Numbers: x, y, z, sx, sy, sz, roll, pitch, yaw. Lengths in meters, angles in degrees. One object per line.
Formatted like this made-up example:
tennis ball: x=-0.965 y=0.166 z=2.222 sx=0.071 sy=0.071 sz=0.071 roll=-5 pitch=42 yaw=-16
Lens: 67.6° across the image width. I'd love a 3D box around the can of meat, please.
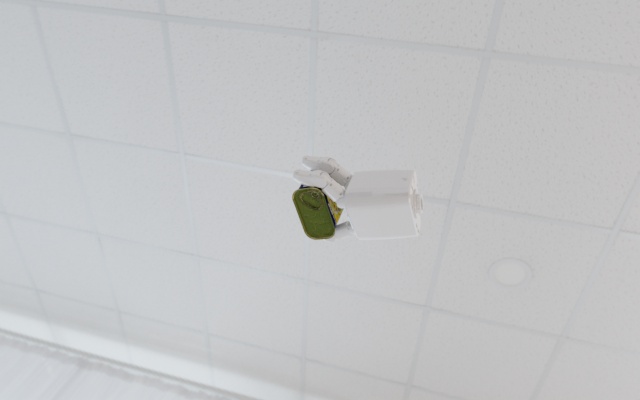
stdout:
can of meat: x=0.000 y=0.003 z=0.831 sx=0.057 sy=0.102 sz=0.084 roll=-7 pitch=29 yaw=23
